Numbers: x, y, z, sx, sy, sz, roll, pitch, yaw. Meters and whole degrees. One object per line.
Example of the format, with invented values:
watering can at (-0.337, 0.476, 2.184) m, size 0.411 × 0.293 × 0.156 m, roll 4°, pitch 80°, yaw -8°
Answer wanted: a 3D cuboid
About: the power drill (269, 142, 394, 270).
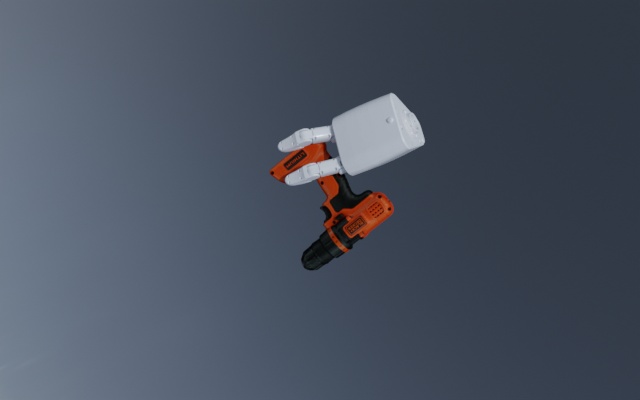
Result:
power drill at (0.000, 0.002, 0.802) m, size 0.184 × 0.187 × 0.057 m, roll -39°, pitch -1°, yaw 10°
